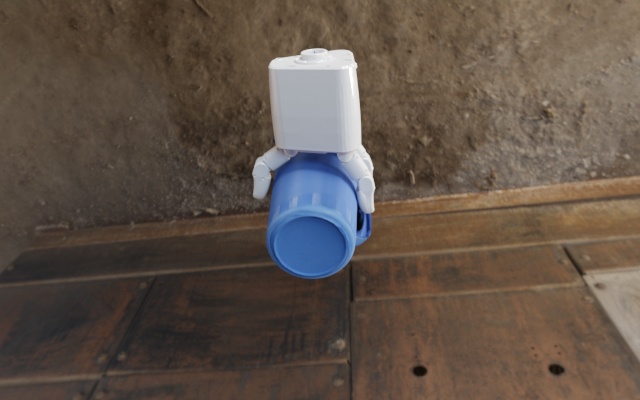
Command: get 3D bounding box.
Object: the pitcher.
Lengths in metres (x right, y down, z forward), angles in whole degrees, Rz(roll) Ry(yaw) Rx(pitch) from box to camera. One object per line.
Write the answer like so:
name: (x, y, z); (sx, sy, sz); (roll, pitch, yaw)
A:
pitcher: (0.000, 0.002, 0.671); (0.149, 0.145, 0.242); (-1, 29, 3)
